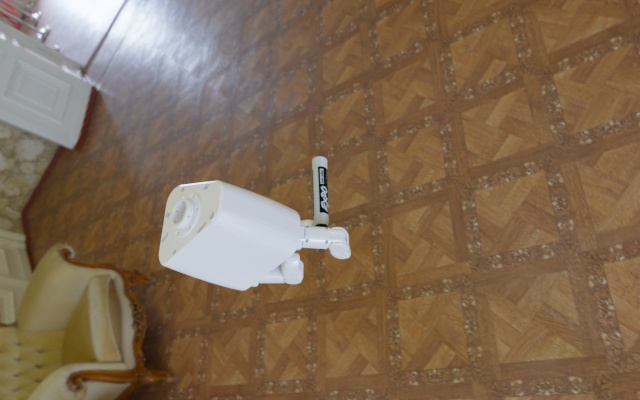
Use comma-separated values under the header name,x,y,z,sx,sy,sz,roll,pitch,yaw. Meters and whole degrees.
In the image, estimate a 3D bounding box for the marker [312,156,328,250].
name,x,y,z,sx,sy,sz,roll,pitch,yaw
marker,0.000,0.002,0.577,0.020,0.121,0.020,-1,-28,-1
